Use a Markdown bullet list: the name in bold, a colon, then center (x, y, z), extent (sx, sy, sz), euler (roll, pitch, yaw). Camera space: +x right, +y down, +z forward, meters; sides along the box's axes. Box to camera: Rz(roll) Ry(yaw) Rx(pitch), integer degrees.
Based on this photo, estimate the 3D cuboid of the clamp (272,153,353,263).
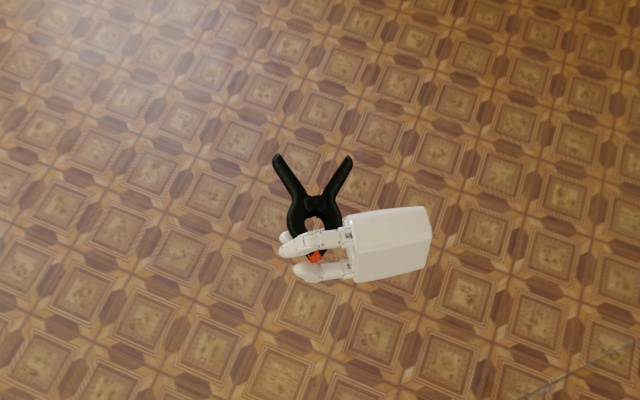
- **clamp**: center (0.000, 0.002, 0.687), extent (0.120, 0.171, 0.039), euler (-9, -21, -4)
